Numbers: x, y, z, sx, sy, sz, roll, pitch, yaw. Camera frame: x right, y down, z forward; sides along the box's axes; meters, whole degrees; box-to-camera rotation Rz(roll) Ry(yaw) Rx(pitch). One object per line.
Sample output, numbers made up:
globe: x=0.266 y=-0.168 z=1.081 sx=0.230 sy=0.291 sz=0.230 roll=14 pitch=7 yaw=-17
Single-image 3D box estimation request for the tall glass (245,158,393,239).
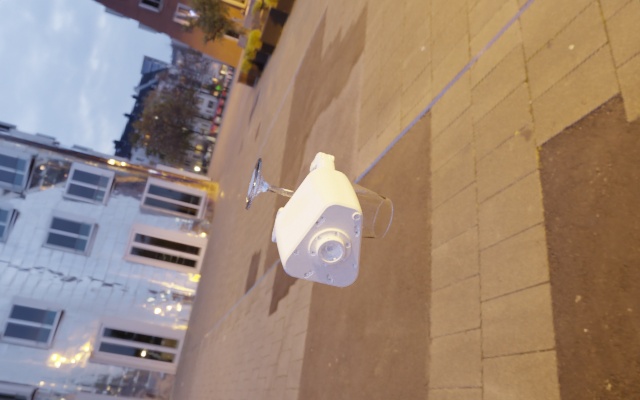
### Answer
tall glass: x=-0.001 y=0.002 z=0.681 sx=0.201 sy=0.079 sz=0.079 roll=15 pitch=-4 yaw=-15
